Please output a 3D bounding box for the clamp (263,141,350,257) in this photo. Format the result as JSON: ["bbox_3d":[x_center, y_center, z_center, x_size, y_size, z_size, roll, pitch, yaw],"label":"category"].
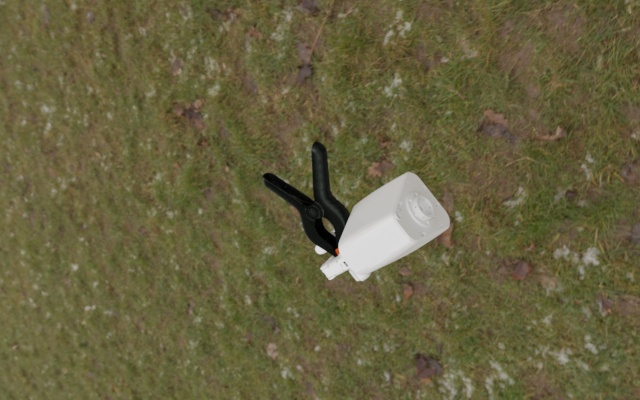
[{"bbox_3d":[0.000,0.003,0.686,0.120,0.171,0.039,-38,1,42],"label":"clamp"}]
